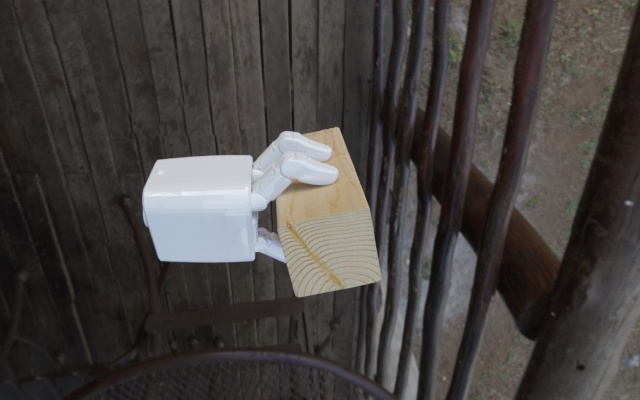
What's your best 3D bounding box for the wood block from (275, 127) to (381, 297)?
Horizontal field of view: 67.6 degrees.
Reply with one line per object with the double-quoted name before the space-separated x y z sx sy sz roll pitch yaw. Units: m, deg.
"wood block" 0.000 0.002 0.545 0.090 0.091 0.206 -12 30 0
